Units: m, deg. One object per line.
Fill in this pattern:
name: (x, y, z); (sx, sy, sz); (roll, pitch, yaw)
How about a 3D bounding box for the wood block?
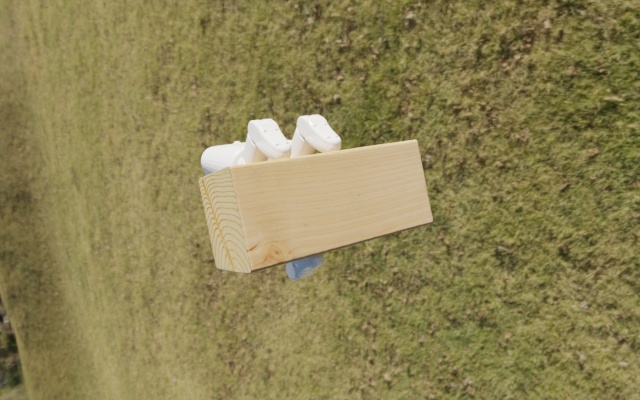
wood block: (0.000, 0.002, 0.473); (0.206, 0.091, 0.090); (-12, 1, -31)
